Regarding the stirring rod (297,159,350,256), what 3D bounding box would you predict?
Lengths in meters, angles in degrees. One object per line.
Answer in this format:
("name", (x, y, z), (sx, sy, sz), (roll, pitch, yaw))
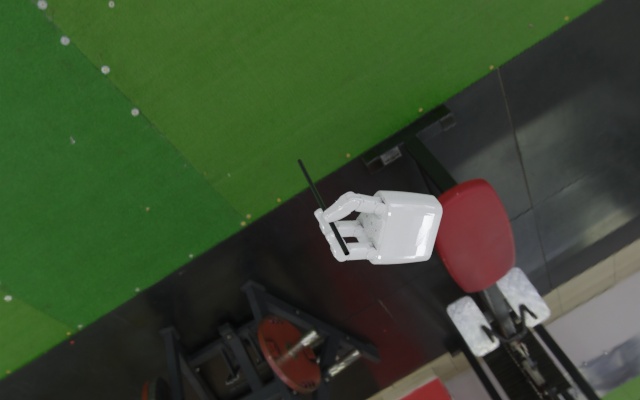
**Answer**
("stirring rod", (0.000, 0.002, 0.764), (0.011, 0.011, 0.239), (0, 37, -23))
